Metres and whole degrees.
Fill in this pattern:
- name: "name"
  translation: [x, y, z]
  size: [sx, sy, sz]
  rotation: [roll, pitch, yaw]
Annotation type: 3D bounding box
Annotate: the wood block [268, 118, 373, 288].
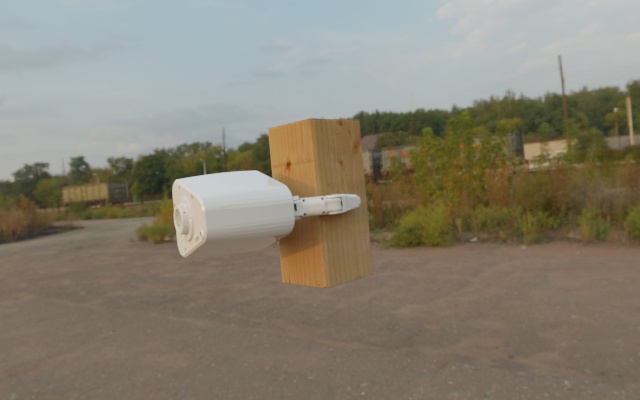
- name: "wood block"
  translation: [0.000, 0.002, 0.632]
  size: [0.090, 0.206, 0.091]
  rotation: [-7, 3, -43]
